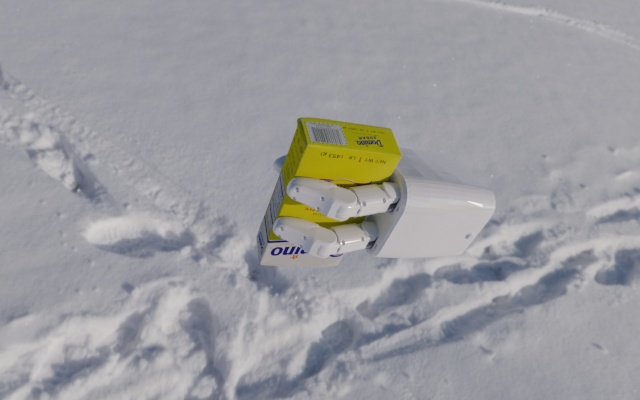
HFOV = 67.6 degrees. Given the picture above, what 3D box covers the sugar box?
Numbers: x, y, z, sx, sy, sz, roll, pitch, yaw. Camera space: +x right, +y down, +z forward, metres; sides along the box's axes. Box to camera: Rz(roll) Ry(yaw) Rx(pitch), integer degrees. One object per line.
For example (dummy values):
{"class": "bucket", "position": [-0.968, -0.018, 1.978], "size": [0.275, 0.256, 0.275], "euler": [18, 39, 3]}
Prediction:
{"class": "sugar box", "position": [0.000, 0.002, 0.475], "size": [0.093, 0.048, 0.176], "euler": [5, -45, -19]}
